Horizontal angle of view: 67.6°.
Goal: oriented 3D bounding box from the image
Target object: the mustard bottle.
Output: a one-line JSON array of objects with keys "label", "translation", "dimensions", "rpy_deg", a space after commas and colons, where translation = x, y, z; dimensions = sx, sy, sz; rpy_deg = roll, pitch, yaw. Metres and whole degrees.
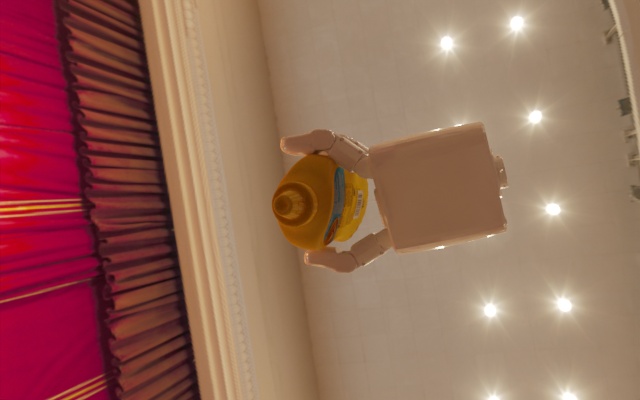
[{"label": "mustard bottle", "translation": [0.000, 0.002, 0.493], "dimensions": [0.058, 0.096, 0.191], "rpy_deg": [13, 6, 18]}]
